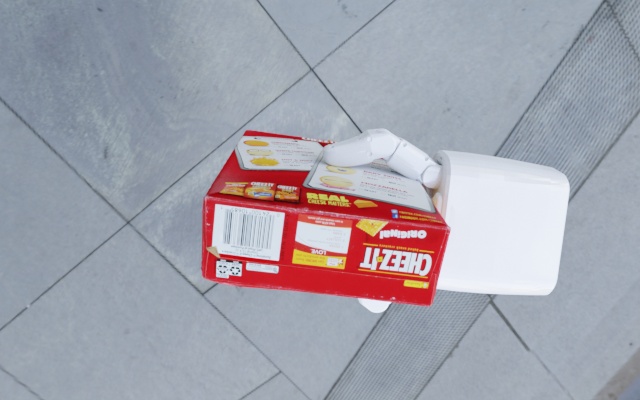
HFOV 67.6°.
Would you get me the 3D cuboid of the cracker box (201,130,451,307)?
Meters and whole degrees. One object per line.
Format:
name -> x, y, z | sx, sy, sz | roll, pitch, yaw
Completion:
cracker box -> 0.000, 0.001, 0.414 | 0.164, 0.072, 0.213 | 7, 19, -4
